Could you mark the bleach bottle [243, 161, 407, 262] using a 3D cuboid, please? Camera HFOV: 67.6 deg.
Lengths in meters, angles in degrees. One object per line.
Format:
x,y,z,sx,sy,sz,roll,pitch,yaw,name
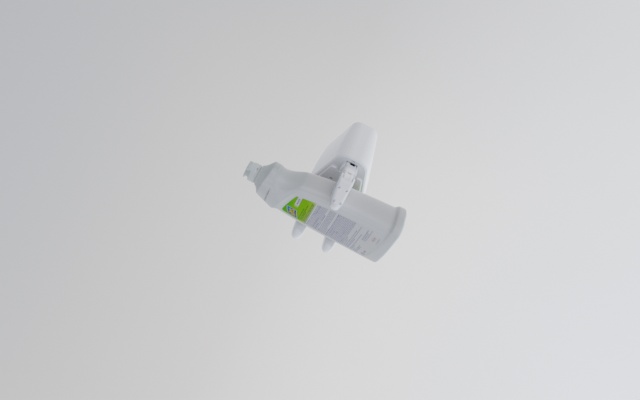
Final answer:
0.000,0.003,0.744,0.251,0.068,0.103,27,-44,-4,bleach bottle
